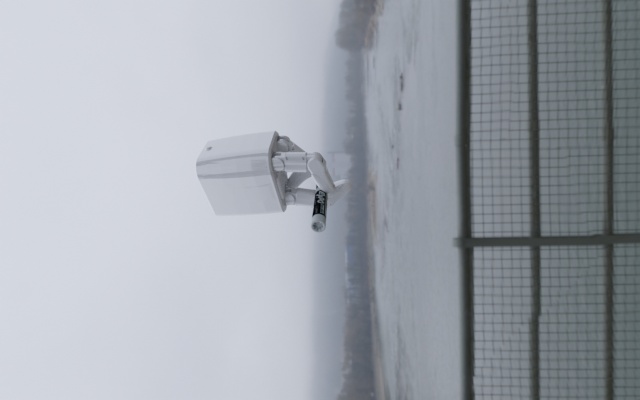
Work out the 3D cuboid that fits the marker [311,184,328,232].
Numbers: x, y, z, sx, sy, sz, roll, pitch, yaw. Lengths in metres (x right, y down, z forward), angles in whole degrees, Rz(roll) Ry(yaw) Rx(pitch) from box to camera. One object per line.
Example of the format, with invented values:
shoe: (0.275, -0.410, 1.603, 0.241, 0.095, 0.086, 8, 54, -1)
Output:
marker: (0.000, 0.002, 0.646, 0.020, 0.020, 0.121, 0, 30, 3)
